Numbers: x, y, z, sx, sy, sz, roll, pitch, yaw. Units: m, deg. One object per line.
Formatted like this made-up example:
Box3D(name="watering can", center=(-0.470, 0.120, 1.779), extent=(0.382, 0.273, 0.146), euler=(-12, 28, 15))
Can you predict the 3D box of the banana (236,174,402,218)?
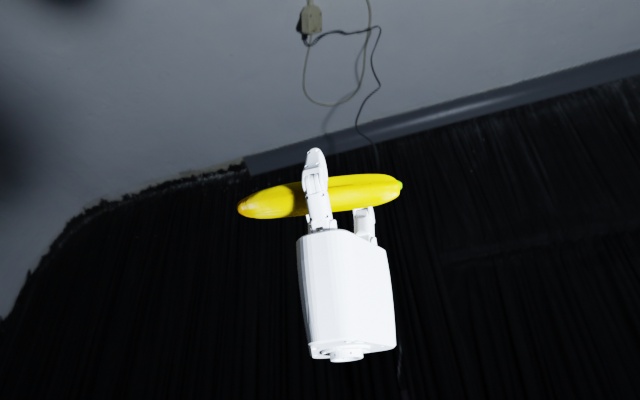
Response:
Box3D(name="banana", center=(0.006, -0.003, 0.529), extent=(0.198, 0.037, 0.070), euler=(-6, -12, -9))
